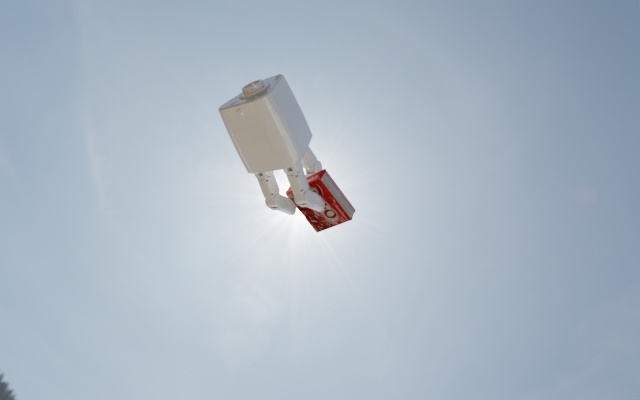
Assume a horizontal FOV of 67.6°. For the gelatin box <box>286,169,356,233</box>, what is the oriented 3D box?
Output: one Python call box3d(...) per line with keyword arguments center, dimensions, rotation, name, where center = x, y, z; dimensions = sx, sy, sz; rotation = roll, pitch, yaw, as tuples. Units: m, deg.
box3d(center=(0.000, 0.002, 0.753), dimensions=(0.073, 0.089, 0.030), rotation=(-23, 25, 36), name="gelatin box")
